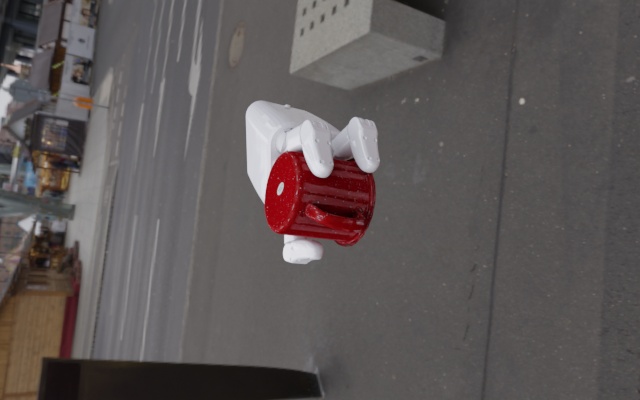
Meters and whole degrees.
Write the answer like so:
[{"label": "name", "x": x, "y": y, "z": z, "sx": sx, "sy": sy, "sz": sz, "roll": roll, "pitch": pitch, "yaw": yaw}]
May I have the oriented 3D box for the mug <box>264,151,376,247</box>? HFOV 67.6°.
[{"label": "mug", "x": 0.000, "y": 0.002, "z": 0.466, "sx": 0.081, "sy": 0.093, "sz": 0.117, "roll": 8, "pitch": 21, "yaw": -28}]
